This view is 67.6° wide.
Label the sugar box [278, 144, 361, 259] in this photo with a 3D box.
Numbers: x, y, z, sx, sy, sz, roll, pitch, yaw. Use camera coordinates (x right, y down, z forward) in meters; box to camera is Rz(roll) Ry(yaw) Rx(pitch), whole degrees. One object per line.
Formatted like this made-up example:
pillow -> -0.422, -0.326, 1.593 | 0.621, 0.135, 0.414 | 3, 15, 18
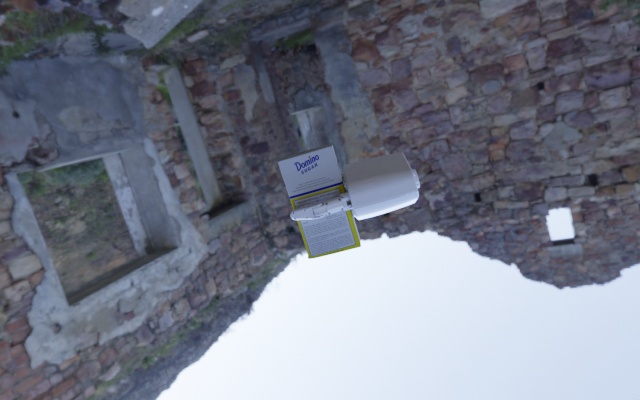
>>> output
sugar box -> 0.000, 0.003, 0.796 | 0.093, 0.176, 0.048 | -15, 9, 6
